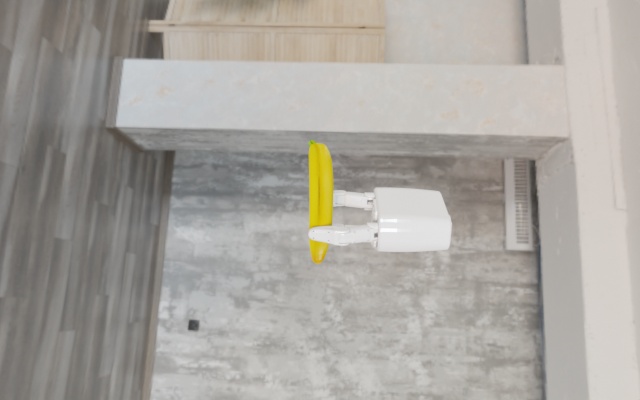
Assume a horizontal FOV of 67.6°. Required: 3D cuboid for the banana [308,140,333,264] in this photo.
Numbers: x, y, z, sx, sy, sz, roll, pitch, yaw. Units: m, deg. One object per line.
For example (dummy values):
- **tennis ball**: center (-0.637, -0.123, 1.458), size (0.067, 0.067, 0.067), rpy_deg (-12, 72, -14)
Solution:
- **banana**: center (0.001, -0.004, 0.725), size (0.037, 0.197, 0.069), rpy_deg (0, -9, -2)
